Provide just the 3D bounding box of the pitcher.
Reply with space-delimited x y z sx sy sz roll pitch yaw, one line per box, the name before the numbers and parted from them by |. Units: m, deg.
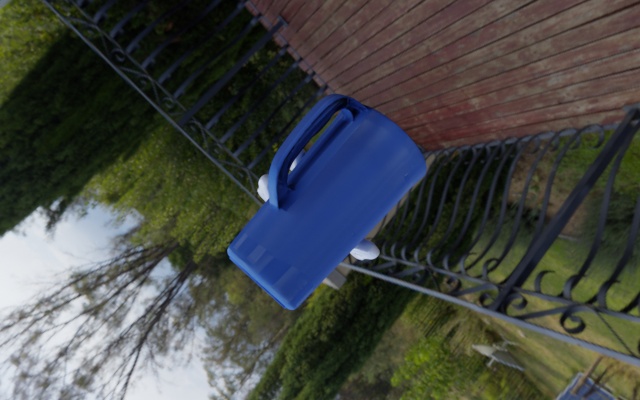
pitcher | 0.000 0.002 0.575 0.149 0.243 0.145 41 -12 3
